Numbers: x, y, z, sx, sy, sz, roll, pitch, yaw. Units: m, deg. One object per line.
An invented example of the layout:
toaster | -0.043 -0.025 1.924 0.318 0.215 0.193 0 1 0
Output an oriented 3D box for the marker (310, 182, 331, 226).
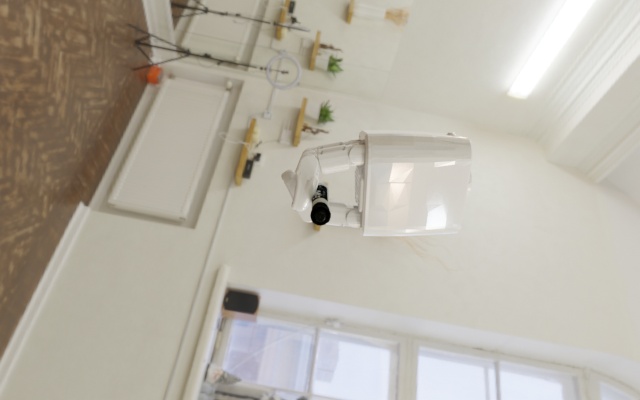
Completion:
marker | 0.000 0.002 0.480 0.020 0.020 0.121 0 12 0
